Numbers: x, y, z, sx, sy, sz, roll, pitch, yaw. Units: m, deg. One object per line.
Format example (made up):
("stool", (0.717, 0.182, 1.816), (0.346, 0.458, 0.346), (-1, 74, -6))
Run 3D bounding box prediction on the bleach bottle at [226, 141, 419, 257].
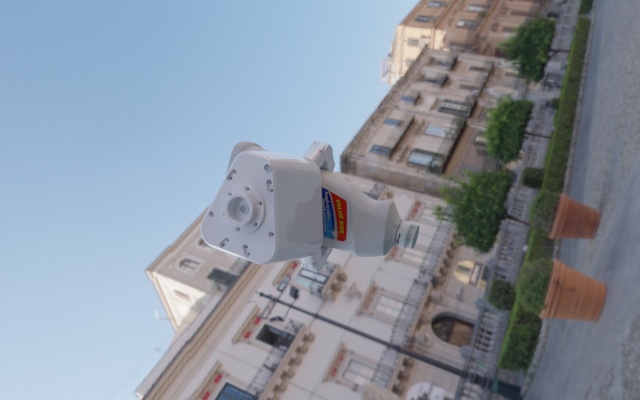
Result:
("bleach bottle", (0.000, 0.002, 0.596), (0.251, 0.102, 0.068), (16, 6, 22))
